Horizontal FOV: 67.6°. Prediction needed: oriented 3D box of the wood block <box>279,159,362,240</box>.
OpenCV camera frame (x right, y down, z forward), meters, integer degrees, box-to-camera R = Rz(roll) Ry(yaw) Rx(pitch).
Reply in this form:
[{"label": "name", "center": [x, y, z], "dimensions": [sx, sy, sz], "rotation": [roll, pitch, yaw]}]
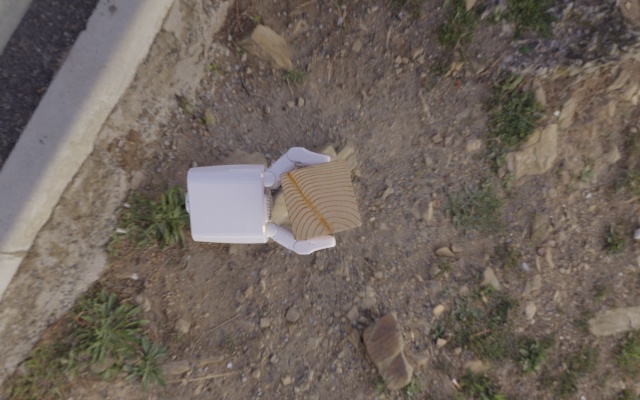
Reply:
[{"label": "wood block", "center": [0.000, 0.003, 0.705], "dimensions": [0.090, 0.091, 0.206], "rotation": [-13, -1, 0]}]
